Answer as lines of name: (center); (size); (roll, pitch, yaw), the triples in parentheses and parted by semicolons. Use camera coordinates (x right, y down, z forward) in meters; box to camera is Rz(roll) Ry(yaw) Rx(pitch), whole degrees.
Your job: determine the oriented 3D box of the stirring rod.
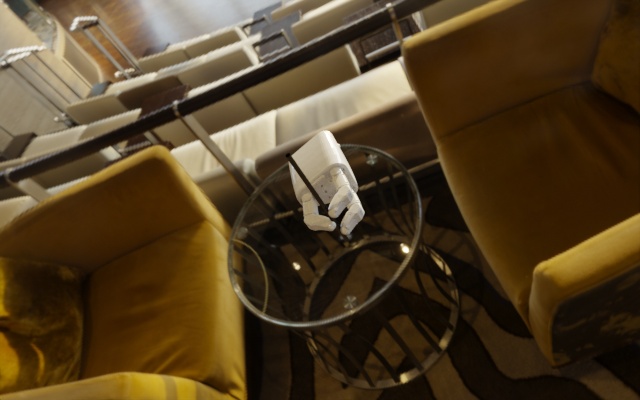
stirring rod: (0.000, 0.003, 0.785); (0.011, 0.011, 0.240); (0, -35, 29)
